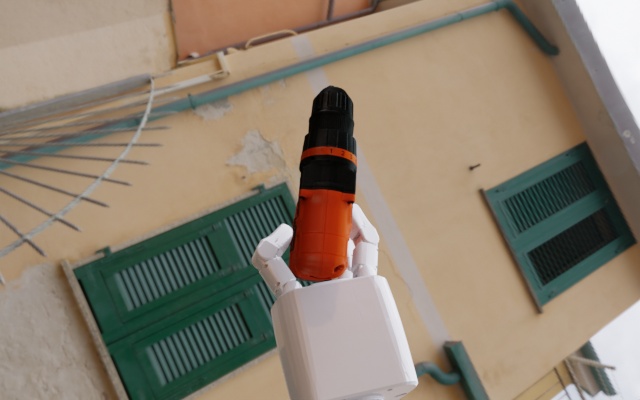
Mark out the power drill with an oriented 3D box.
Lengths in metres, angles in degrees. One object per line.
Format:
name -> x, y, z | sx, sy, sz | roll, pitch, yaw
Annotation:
power drill -> 0.000, 0.002, 0.495 | 0.057, 0.184, 0.188 | 7, -20, -1
